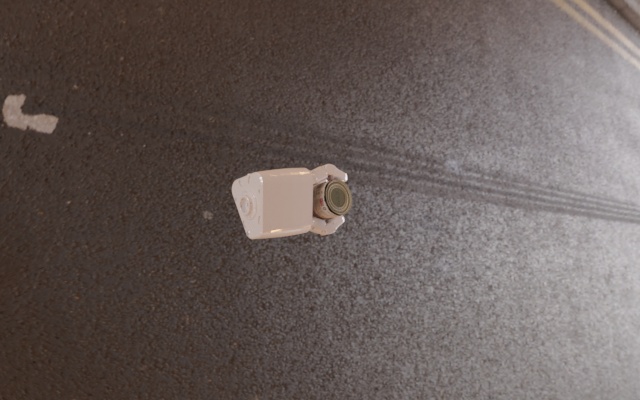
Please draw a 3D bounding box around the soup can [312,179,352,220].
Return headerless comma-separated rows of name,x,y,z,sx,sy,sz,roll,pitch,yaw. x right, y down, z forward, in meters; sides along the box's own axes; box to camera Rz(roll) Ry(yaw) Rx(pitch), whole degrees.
soup can,0.001,0.003,0.885,0.068,0.068,0.102,0,-11,-42
